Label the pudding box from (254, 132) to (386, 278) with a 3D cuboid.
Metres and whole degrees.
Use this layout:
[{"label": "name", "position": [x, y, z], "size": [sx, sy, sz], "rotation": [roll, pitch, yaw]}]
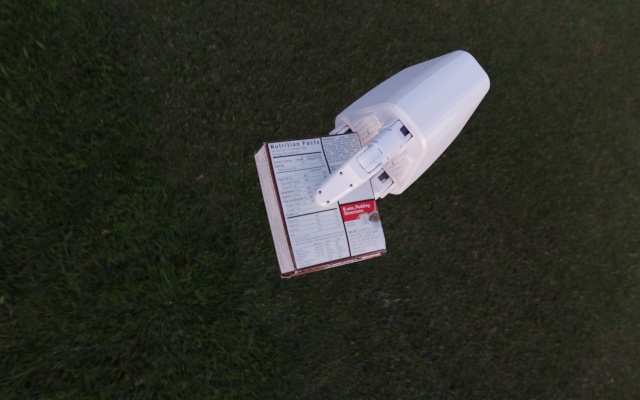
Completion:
[{"label": "pudding box", "position": [0.000, 0.001, 0.410], "size": [0.090, 0.113, 0.039], "rotation": [-10, -11, -23]}]
